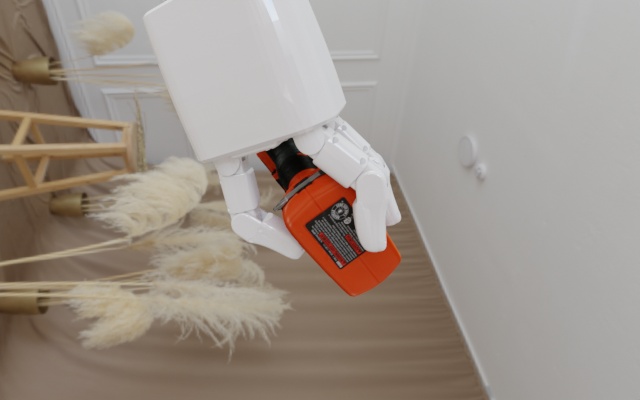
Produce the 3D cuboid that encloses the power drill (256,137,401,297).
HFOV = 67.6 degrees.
[{"bbox_3d":[0.000,0.001,0.431,0.057,0.184,0.187,-39,31,1],"label":"power drill"}]
